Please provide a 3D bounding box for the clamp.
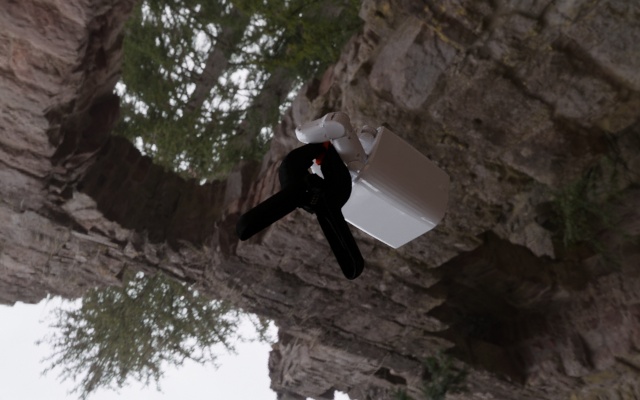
[{"bbox_3d":[0.000,0.002,0.476,0.120,0.171,0.039,32,-46,-7],"label":"clamp"}]
